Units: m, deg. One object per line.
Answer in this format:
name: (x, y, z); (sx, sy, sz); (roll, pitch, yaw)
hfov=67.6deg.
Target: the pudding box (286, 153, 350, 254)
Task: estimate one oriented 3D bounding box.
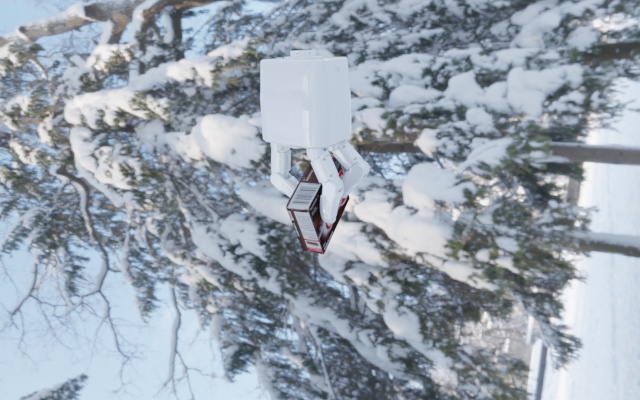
pudding box: (0.000, 0.002, 0.658); (0.039, 0.090, 0.113); (8, 48, 27)
